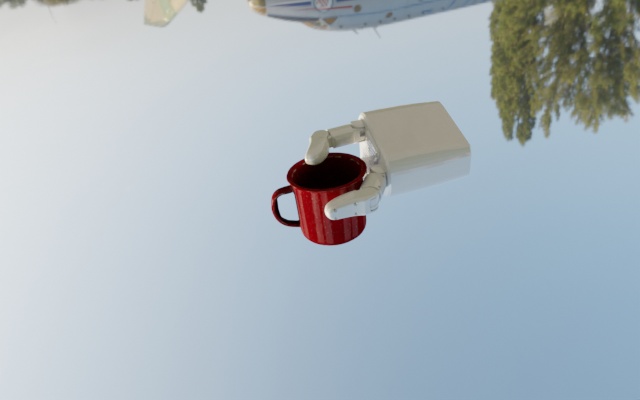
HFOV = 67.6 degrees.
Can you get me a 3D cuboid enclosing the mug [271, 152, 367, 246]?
[{"bbox_3d":[-0.001,0.002,0.567,0.117,0.081,0.093,-12,32,-6],"label":"mug"}]
